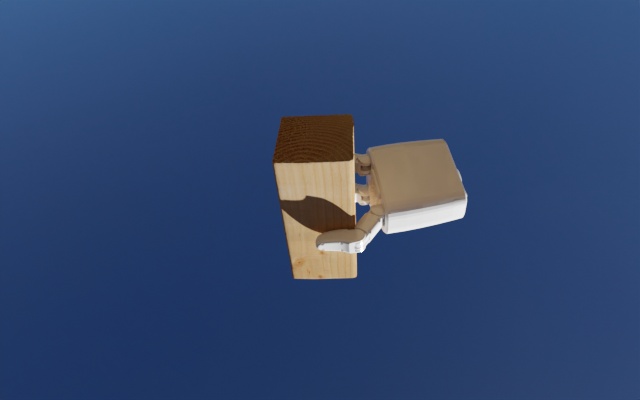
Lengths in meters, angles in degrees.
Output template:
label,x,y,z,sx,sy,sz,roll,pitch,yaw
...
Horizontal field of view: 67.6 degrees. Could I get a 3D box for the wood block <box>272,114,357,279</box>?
label,x,y,z,sx,sy,sz,roll,pitch,yaw
wood block,0.000,0.002,0.612,0.090,0.206,0.090,-1,43,5
